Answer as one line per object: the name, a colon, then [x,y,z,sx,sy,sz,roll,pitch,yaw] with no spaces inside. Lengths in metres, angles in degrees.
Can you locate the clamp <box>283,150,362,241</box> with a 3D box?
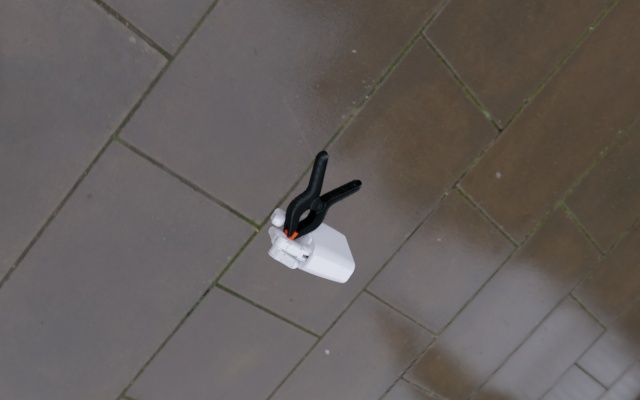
clamp: [0.000,0.003,0.872,0.120,0.171,0.039,27,13,-33]
